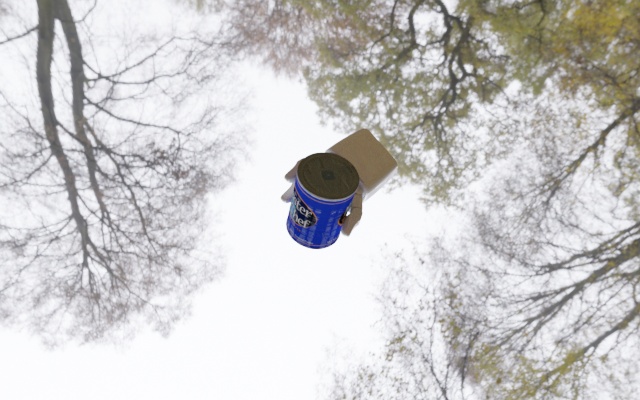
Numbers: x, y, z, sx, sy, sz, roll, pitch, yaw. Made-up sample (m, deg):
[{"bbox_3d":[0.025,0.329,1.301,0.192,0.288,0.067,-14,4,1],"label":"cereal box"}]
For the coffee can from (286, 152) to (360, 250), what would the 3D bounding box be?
[{"bbox_3d":[0.000,0.003,0.817,0.103,0.102,0.140,0,-40,-14],"label":"coffee can"}]
